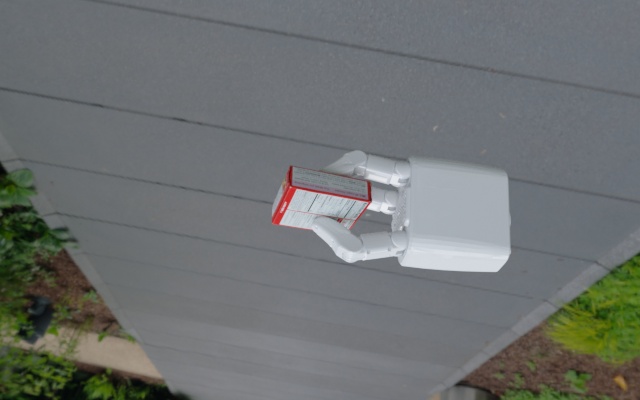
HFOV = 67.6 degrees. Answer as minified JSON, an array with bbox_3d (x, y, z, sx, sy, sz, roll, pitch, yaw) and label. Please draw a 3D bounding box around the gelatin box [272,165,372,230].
[{"bbox_3d":[0.000,0.002,0.502,0.089,0.030,0.073,9,-35,-16],"label":"gelatin box"}]
